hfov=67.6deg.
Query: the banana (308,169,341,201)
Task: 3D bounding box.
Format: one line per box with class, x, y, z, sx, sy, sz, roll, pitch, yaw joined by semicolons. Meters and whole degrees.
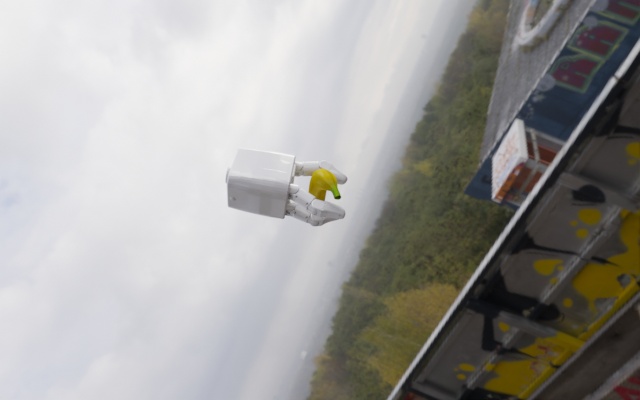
banana;-0.001;-0.016;0.874;0.037;0.069;0.198;-2;-11;-10
